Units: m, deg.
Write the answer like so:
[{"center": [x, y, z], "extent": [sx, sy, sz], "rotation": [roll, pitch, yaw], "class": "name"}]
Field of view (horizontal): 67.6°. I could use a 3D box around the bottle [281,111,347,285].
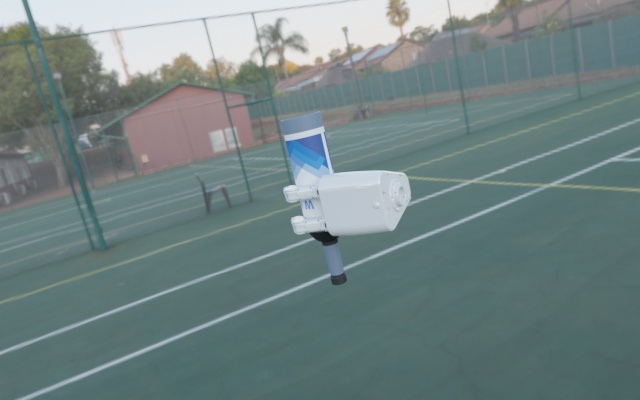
[{"center": [0.000, 0.002, 0.806], "extent": [0.069, 0.296, 0.069], "rotation": [-13, 12, 3], "class": "bottle"}]
